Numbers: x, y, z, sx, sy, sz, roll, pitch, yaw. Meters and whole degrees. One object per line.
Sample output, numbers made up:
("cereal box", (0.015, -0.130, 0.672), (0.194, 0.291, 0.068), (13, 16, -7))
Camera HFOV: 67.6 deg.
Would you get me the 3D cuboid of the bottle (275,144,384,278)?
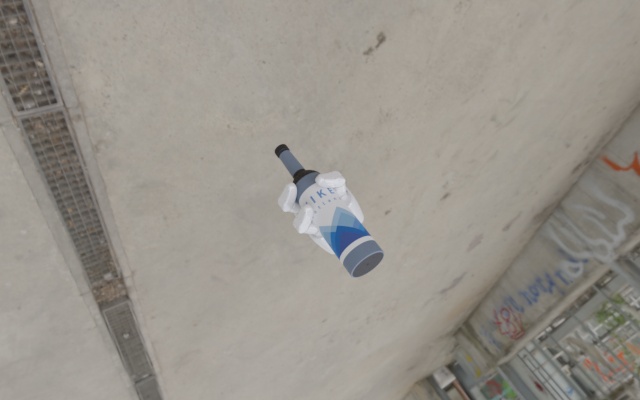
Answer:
("bottle", (0.000, 0.003, 0.848), (0.069, 0.069, 0.295), (0, 44, -47))
